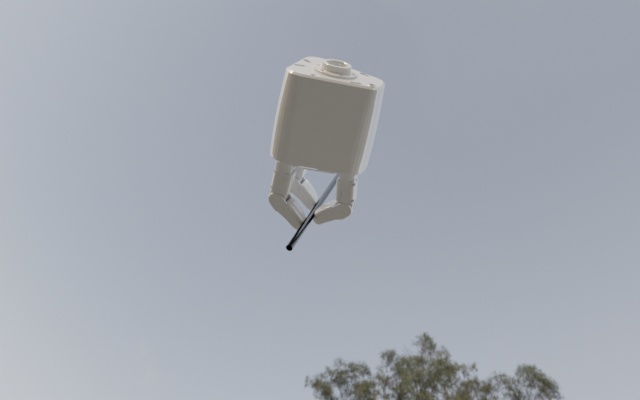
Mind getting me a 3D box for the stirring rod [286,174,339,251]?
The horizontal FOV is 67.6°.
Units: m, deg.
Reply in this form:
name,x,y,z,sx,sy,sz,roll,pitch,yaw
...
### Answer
name,x,y,z,sx,sy,sz,roll,pitch,yaw
stirring rod,0.000,0.002,0.642,0.011,0.011,0.239,0,25,19
